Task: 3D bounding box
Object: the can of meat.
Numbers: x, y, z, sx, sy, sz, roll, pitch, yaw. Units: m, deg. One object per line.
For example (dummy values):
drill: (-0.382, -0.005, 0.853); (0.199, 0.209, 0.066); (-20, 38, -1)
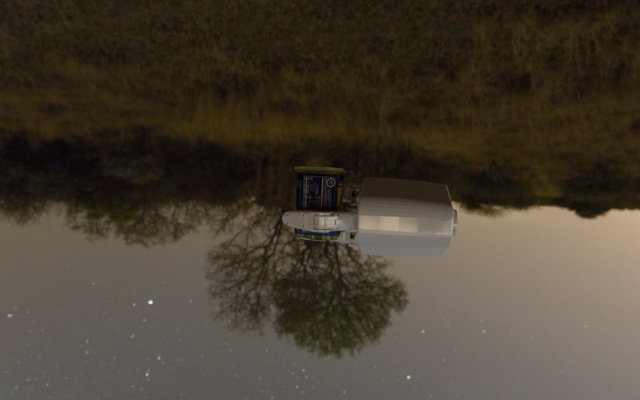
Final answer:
can of meat: (0.000, 0.002, 0.587); (0.057, 0.084, 0.102); (3, 2, 7)
